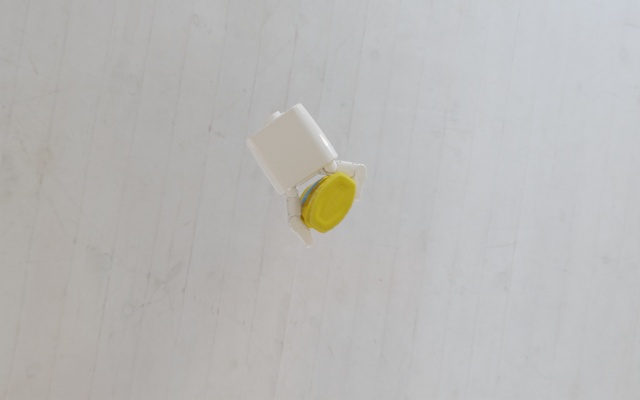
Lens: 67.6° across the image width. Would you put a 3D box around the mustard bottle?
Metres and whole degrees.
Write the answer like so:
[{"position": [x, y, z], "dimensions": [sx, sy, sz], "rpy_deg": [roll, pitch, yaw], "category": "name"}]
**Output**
[{"position": [0.000, 0.003, 0.809], "dimensions": [0.058, 0.096, 0.191], "rpy_deg": [32, -6, -10], "category": "mustard bottle"}]
